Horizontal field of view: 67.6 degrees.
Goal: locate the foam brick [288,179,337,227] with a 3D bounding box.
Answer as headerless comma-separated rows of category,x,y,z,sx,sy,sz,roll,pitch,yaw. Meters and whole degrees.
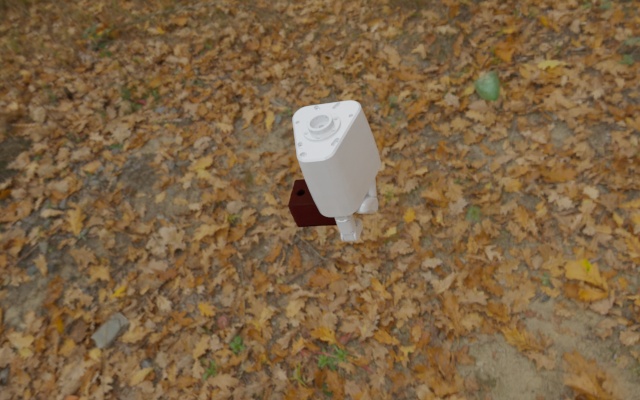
foam brick,0.000,0.002,0.689,0.078,0.053,0.051,-4,-40,20
